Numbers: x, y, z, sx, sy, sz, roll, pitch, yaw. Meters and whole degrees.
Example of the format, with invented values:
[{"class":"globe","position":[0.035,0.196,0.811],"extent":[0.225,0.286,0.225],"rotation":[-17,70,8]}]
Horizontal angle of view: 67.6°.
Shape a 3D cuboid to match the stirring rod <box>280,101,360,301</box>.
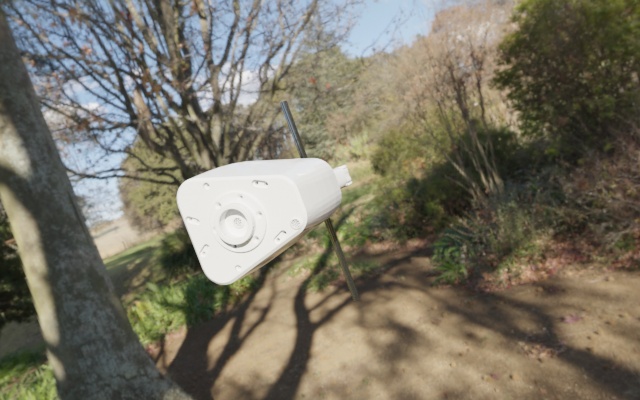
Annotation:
[{"class":"stirring rod","position":[0.000,0.002,0.545],"extent":[0.011,0.239,0.011],"rotation":[-20,4,1]}]
